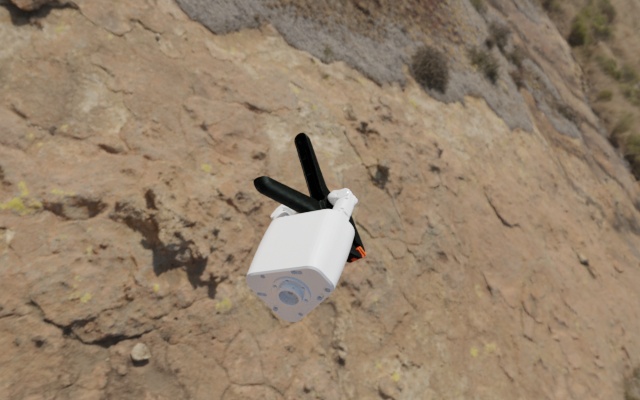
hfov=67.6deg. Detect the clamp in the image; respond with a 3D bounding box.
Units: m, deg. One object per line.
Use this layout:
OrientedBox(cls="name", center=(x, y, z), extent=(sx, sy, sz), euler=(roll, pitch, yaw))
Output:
OrientedBox(cls="clamp", center=(0.001, 0.003, 0.714), extent=(0.036, 0.210, 0.164), euler=(-27, 24, 34))
